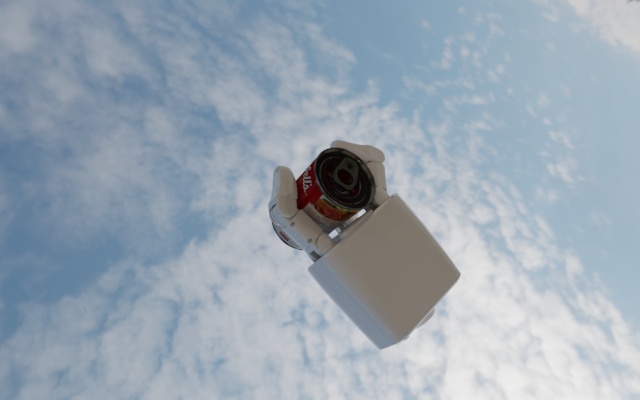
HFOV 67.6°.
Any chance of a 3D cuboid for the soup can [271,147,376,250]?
[{"bbox_3d":[0.000,0.001,0.487,0.068,0.068,0.102,0,-27,-33],"label":"soup can"}]
